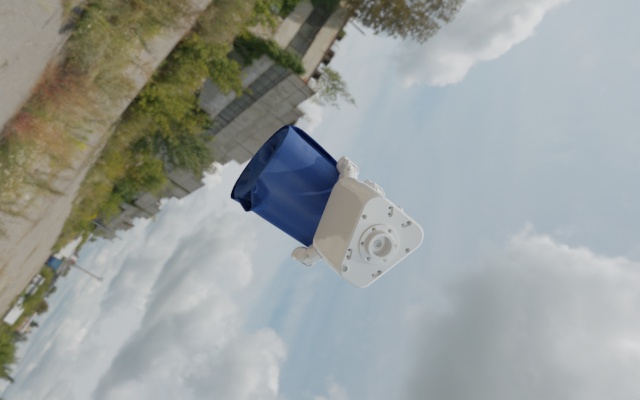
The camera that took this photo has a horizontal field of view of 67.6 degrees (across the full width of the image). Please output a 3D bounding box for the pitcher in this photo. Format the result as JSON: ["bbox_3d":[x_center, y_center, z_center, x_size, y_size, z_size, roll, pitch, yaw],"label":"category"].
[{"bbox_3d":[0.000,0.002,0.725,0.243,0.149,0.145,38,-2,-19],"label":"pitcher"}]
